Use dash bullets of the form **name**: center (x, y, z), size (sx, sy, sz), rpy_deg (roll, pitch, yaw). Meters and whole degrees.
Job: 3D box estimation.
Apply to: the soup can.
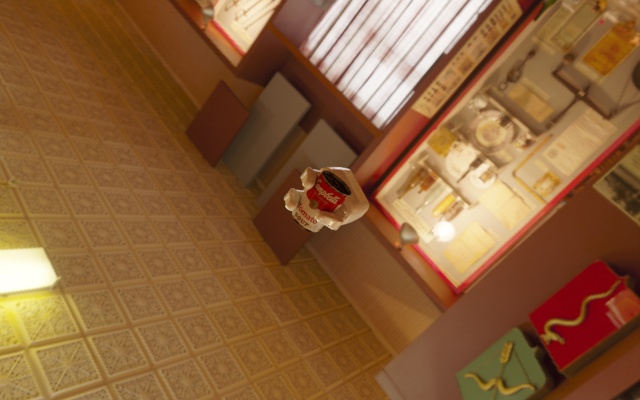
- **soup can**: center (0.000, 0.003, 0.899), size (0.068, 0.102, 0.068), rpy_deg (34, 22, -16)
